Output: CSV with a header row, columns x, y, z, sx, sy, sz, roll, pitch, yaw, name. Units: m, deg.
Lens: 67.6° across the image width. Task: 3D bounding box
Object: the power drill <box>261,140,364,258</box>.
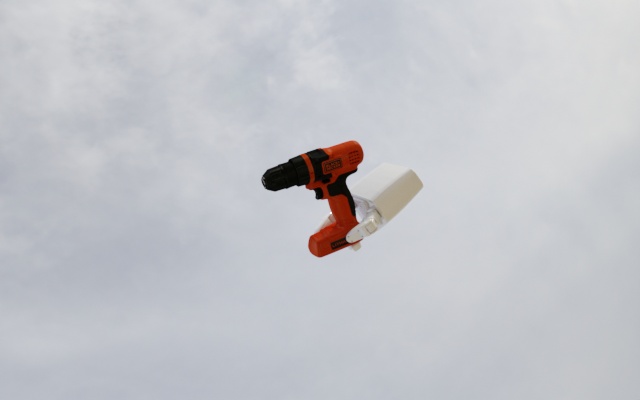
x,y,z,sx,sy,sz,roll,pitch,yaw,name
0.000,0.003,0.830,0.184,0.188,0.057,-20,28,-17,power drill
